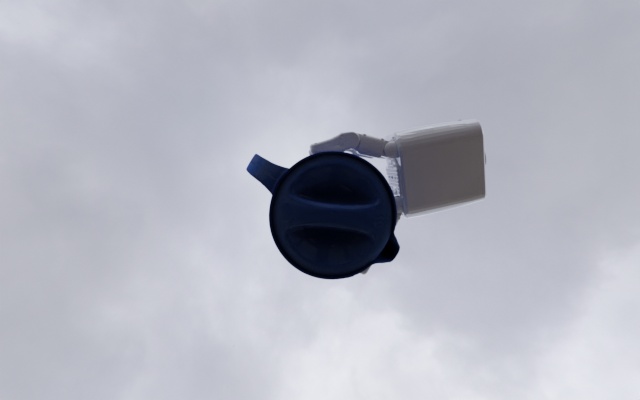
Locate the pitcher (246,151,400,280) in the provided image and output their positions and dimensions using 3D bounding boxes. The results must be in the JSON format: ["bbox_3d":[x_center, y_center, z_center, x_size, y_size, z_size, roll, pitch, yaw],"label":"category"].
[{"bbox_3d":[0.000,0.002,0.603,0.145,0.149,0.243,-14,4,-2],"label":"pitcher"}]
